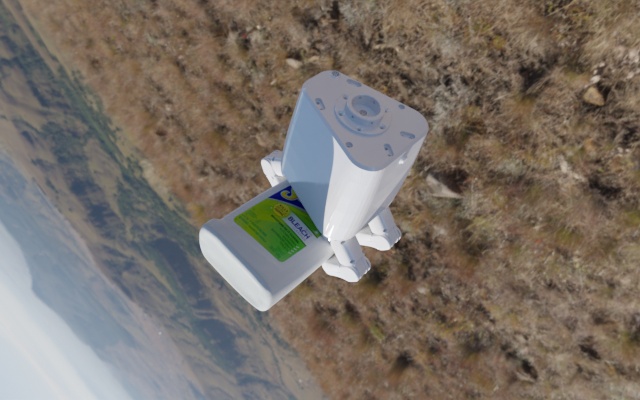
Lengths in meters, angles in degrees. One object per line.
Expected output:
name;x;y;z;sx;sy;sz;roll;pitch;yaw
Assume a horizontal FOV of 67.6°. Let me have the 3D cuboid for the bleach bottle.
bleach bottle;0.000;0.002;0.515;0.250;0.102;0.068;-39;-18;-33
